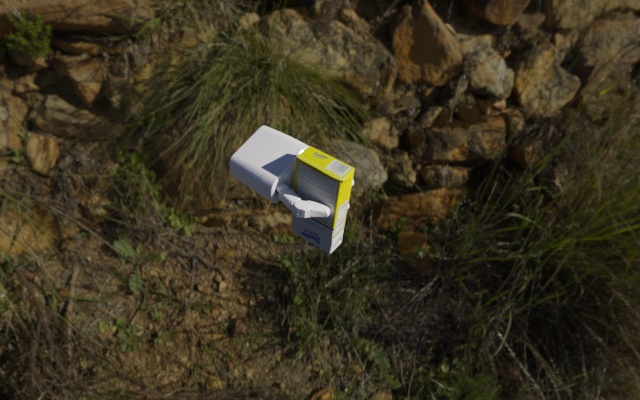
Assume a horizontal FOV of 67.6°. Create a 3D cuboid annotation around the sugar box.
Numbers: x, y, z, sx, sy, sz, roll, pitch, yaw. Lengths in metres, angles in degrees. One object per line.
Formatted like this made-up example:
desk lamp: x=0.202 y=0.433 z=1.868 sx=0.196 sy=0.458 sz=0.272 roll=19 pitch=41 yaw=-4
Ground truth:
sugar box: x=0.000 y=0.002 z=0.825 sx=0.093 sy=0.176 sz=0.048 roll=30 pitch=49 yaw=22
